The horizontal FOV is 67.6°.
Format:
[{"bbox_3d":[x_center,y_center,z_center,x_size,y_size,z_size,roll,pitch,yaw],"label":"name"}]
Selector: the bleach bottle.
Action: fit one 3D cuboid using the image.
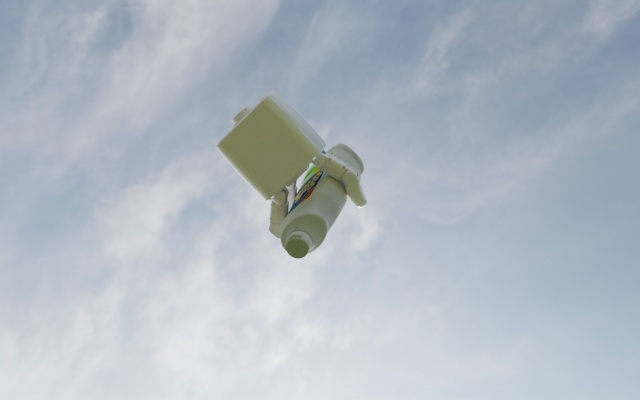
[{"bbox_3d":[0.000,0.002,0.683,0.102,0.068,0.250,-39,12,24],"label":"bleach bottle"}]
